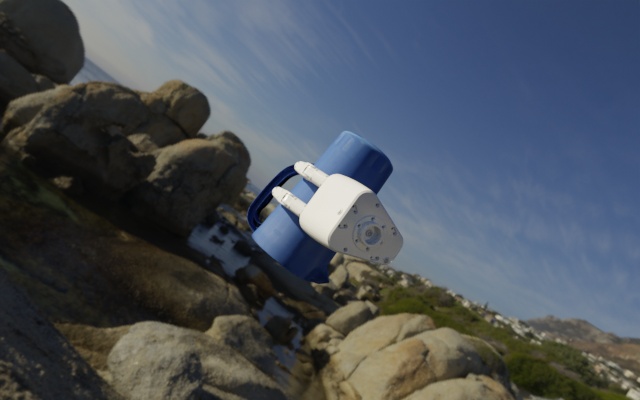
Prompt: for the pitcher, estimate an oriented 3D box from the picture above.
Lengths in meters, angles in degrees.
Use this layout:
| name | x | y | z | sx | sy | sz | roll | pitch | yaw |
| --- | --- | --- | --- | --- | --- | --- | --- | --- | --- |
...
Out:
| name | x | y | z | sx | sy | sz | roll | pitch | yaw |
| --- | --- | --- | --- | --- | --- | --- | --- | --- | --- |
| pitcher | 0.000 | 0.003 | 0.795 | 0.149 | 0.243 | 0.145 | 39 | -3 | -24 |
